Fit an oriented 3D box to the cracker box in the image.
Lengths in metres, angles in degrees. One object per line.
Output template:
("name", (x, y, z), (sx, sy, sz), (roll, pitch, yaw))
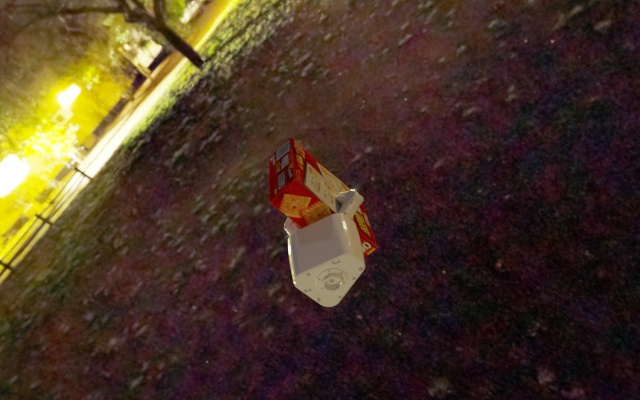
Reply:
("cracker box", (0.000, 0.003, 0.888), (0.214, 0.072, 0.164), (40, 20, -27))
